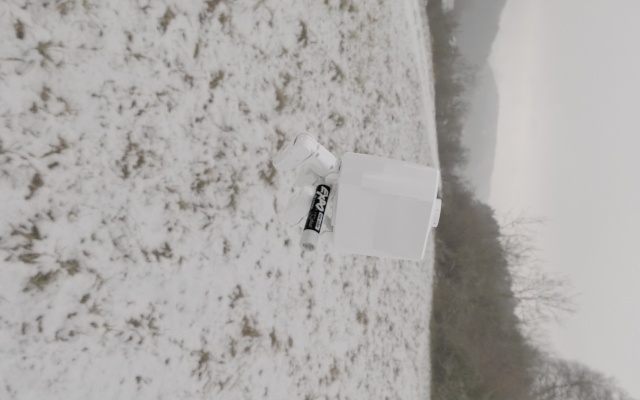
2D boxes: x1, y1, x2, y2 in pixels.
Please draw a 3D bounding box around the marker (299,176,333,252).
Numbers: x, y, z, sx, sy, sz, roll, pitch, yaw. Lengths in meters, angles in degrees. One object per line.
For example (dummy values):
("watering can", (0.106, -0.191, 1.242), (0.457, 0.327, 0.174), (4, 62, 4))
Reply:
("marker", (0.000, 0.002, 0.520), (0.020, 0.121, 0.020), (9, -39, 8))
